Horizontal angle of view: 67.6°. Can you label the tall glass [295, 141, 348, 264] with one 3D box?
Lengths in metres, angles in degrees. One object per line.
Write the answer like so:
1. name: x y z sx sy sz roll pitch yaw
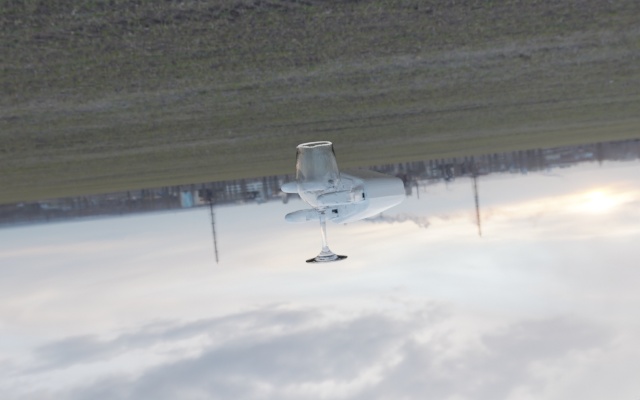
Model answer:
1. tall glass: 0.000 0.003 0.818 0.079 0.201 0.079 -6 1 0
